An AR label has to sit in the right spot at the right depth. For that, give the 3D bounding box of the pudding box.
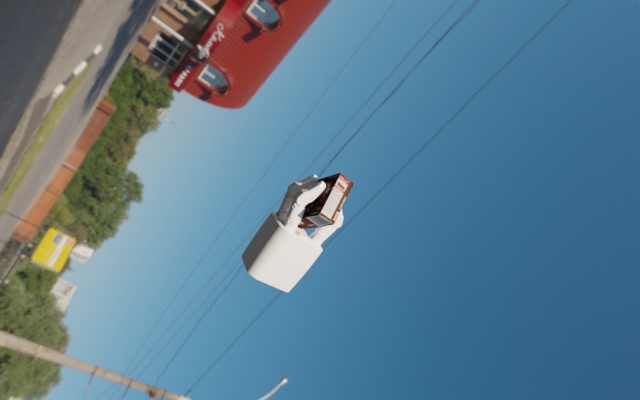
[{"bbox_3d":[0.000,0.003,0.860,0.039,0.090,0.113,37,-24,-25],"label":"pudding box"}]
